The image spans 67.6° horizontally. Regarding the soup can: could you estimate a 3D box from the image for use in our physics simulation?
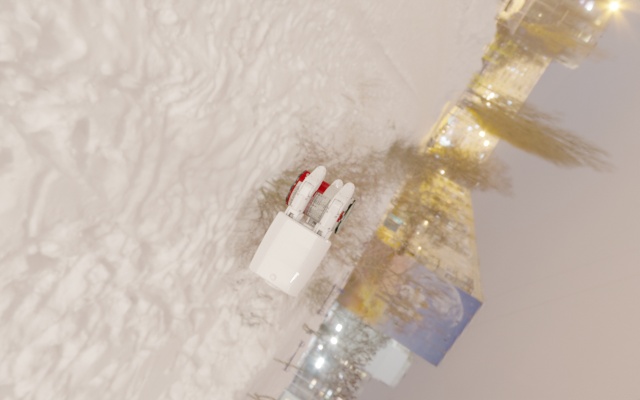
[{"bbox_3d":[0.001,0.002,0.805,0.102,0.068,0.068,31,5,9],"label":"soup can"}]
